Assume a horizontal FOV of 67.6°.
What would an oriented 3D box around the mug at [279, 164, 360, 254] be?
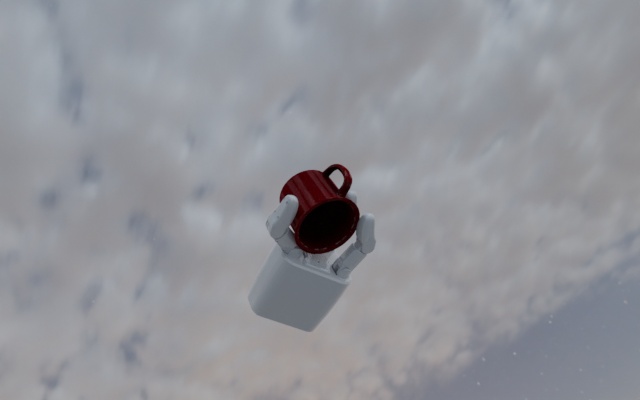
[{"bbox_3d":[0.001,0.001,0.642,0.093,0.117,0.081,16,26,-37],"label":"mug"}]
